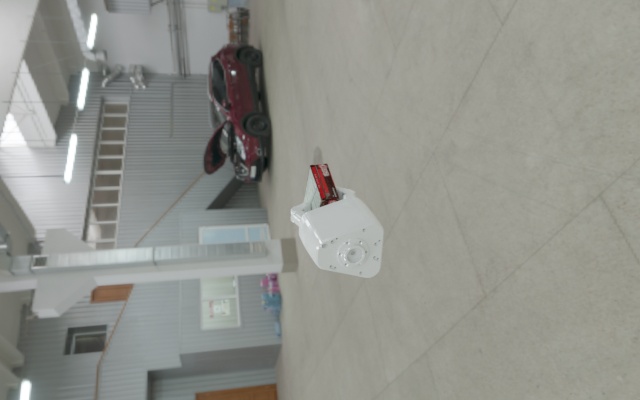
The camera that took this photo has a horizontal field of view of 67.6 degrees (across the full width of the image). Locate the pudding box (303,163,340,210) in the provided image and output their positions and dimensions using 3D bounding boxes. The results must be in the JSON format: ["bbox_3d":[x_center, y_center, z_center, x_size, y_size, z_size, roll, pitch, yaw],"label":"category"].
[{"bbox_3d":[0.000,0.003,0.870,0.039,0.090,0.114,-3,-41,-16],"label":"pudding box"}]
